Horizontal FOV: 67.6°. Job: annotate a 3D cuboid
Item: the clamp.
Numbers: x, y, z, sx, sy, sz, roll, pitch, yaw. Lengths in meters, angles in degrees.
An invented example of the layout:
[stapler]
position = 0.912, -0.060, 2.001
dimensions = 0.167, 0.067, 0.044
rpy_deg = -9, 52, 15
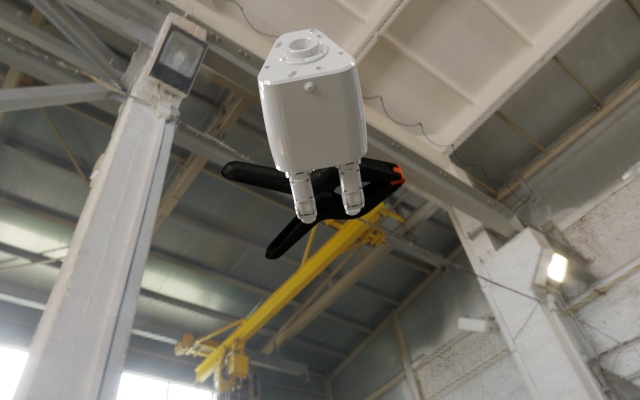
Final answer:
[clamp]
position = 0.000, 0.001, 0.596
dimensions = 0.210, 0.165, 0.036
rpy_deg = -10, 43, 0
